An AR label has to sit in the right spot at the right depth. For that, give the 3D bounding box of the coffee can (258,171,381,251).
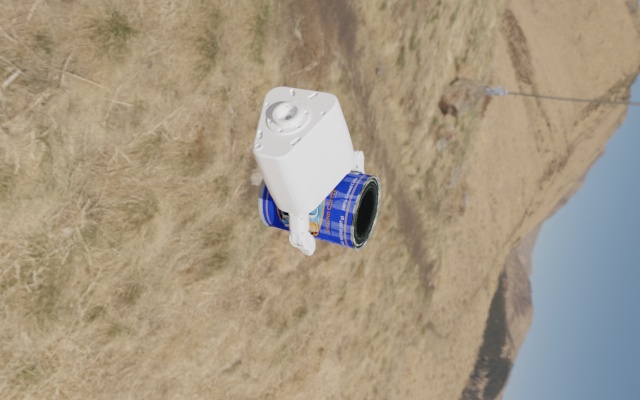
[{"bbox_3d":[0.000,0.002,0.659,0.140,0.103,0.103,13,5,22],"label":"coffee can"}]
